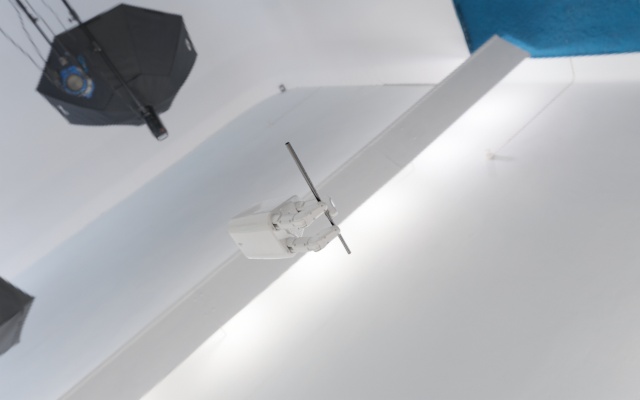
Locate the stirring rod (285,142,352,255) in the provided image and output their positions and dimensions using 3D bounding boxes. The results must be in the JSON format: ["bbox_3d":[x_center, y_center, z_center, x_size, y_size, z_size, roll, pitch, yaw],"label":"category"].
[{"bbox_3d":[0.000,0.003,0.807,0.011,0.240,0.011,-22,29,13],"label":"stirring rod"}]
